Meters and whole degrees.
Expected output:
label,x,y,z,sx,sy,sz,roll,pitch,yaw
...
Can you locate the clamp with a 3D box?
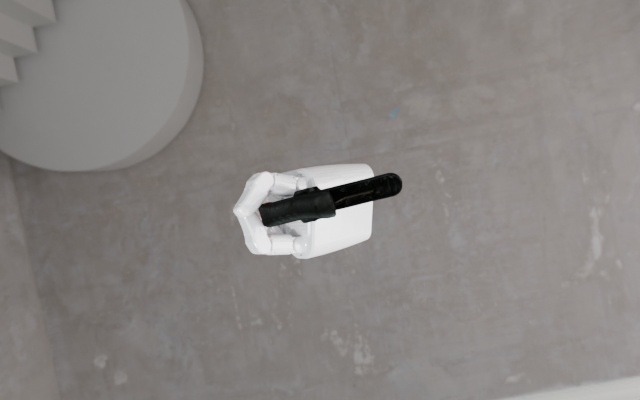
label,x,y,z,sx,sy,sz,roll,pitch,yaw
clamp,0.000,0.002,0.510,0.120,0.039,0.171,-9,0,-37
